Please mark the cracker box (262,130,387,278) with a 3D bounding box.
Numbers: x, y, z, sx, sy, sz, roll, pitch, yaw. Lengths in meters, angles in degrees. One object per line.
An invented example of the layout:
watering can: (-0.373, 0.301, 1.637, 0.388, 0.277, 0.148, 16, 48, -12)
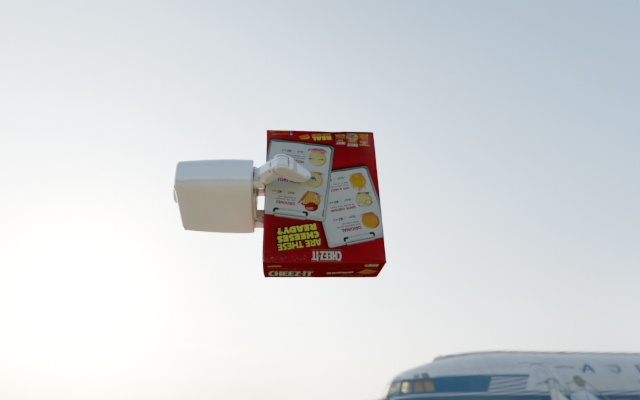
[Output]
cracker box: (0.000, 0.002, 0.690, 0.164, 0.213, 0.072, 1, -29, -5)
